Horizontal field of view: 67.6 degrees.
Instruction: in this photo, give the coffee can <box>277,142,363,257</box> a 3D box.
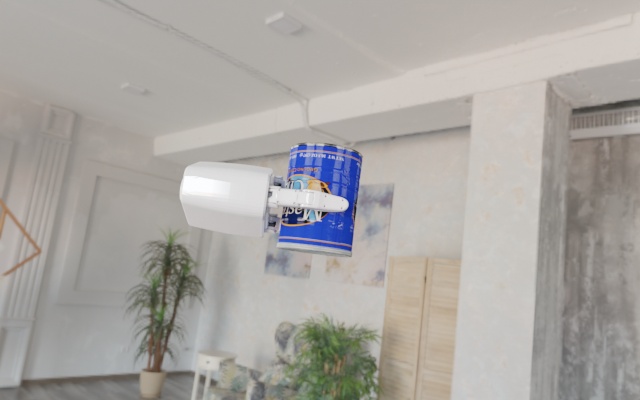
[{"bbox_3d":[0.000,0.002,0.656,0.103,0.140,0.103,7,-8,1],"label":"coffee can"}]
